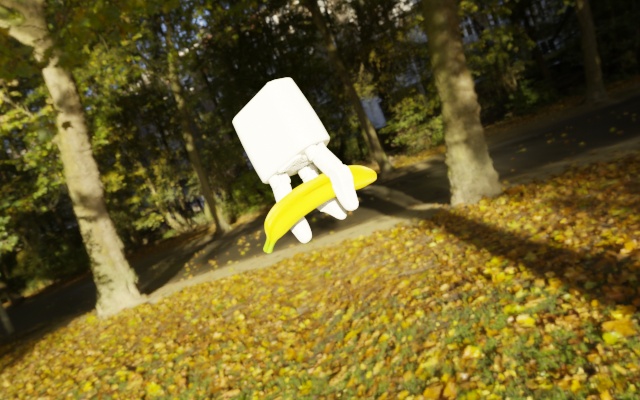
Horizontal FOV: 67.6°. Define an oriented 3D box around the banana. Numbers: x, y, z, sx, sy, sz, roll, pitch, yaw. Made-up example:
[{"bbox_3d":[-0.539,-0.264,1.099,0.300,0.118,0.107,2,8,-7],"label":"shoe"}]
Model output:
[{"bbox_3d":[-0.003,-0.005,0.653,0.198,0.037,0.070,-32,-24,-16],"label":"banana"}]
